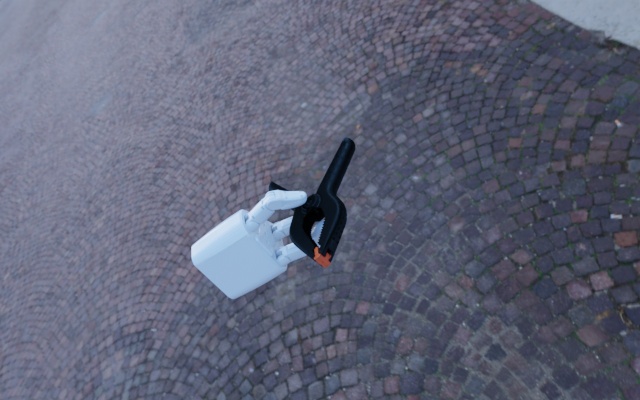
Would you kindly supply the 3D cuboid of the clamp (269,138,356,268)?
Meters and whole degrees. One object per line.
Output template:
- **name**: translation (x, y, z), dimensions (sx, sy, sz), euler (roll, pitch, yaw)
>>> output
- **clamp**: translation (0.000, 0.002, 0.710), dimensions (0.164, 0.209, 0.036), euler (-34, -49, 16)
